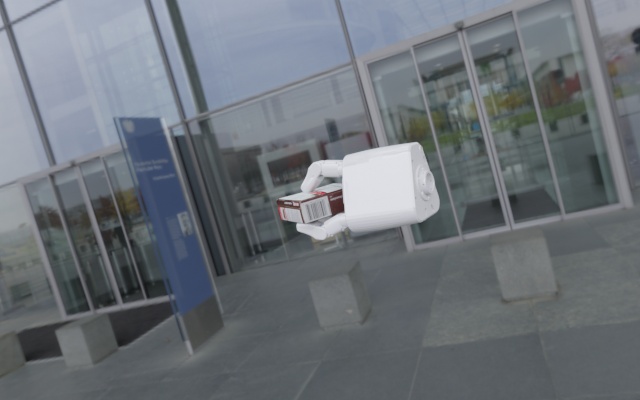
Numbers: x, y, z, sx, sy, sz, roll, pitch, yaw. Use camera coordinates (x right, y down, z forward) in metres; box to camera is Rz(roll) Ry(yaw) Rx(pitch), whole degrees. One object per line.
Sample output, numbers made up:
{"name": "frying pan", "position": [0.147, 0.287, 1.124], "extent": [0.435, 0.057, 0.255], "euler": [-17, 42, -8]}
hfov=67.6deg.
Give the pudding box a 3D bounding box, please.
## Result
{"name": "pudding box", "position": [0.000, 0.002, 0.751], "extent": [0.113, 0.039, 0.090], "euler": [-15, 8, -27]}
